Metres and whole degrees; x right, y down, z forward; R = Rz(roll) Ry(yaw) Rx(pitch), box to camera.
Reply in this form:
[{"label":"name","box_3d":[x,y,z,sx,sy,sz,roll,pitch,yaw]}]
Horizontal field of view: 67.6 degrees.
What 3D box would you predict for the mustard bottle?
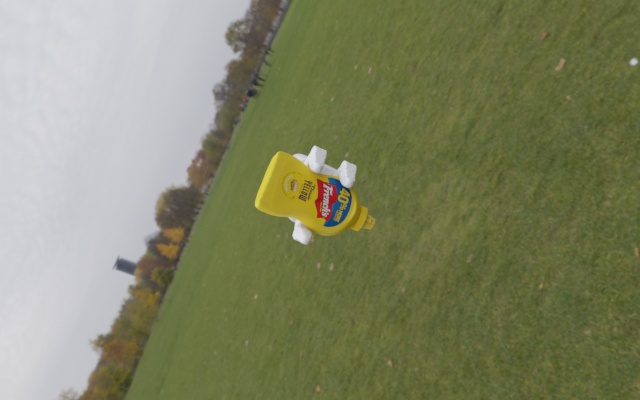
[{"label":"mustard bottle","box_3d":[0.000,0.002,0.758,0.191,0.096,0.058,23,-18,-13]}]
